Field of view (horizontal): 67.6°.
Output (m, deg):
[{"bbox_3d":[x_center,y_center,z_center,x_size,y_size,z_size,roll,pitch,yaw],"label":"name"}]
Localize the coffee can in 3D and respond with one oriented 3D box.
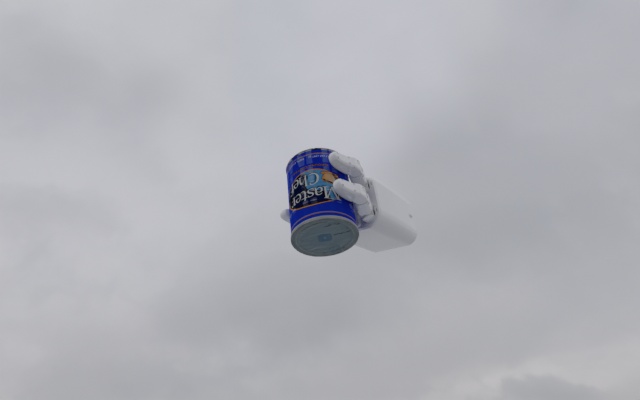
[{"bbox_3d":[0.000,0.003,0.751,0.103,0.140,0.103,-4,-37,-3],"label":"coffee can"}]
